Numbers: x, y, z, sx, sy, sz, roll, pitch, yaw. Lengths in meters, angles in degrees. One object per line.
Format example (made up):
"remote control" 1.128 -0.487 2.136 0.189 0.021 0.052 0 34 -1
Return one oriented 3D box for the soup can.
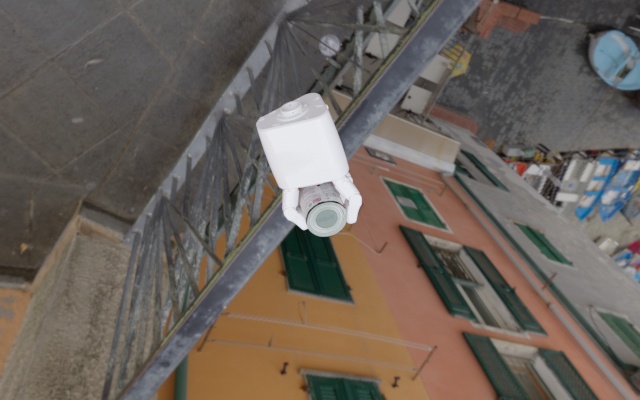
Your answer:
"soup can" 0.000 0.003 0.776 0.068 0.068 0.102 0 32 -14
